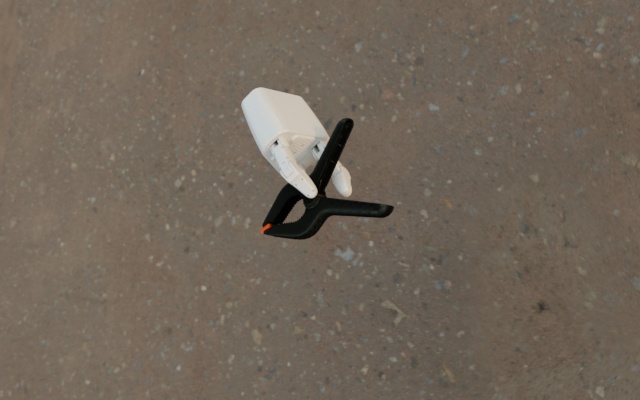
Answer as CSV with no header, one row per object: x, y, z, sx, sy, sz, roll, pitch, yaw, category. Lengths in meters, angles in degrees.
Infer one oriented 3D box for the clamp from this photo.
-0.001,0.002,0.690,0.210,0.164,0.036,-40,-33,19,clamp
